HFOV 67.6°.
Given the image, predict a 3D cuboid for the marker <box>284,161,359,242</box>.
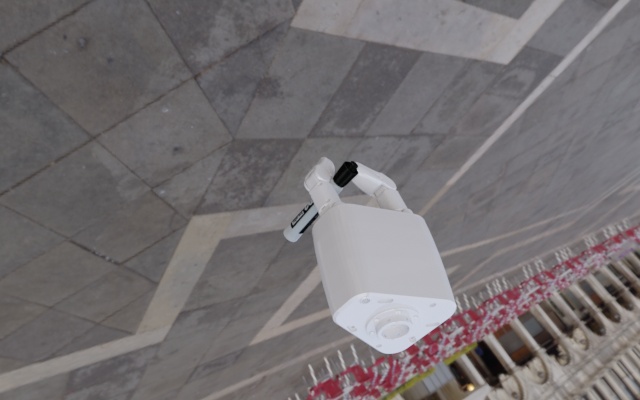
[{"bbox_3d":[0.000,0.002,0.518,0.020,0.020,0.121,0,-40,-50],"label":"marker"}]
